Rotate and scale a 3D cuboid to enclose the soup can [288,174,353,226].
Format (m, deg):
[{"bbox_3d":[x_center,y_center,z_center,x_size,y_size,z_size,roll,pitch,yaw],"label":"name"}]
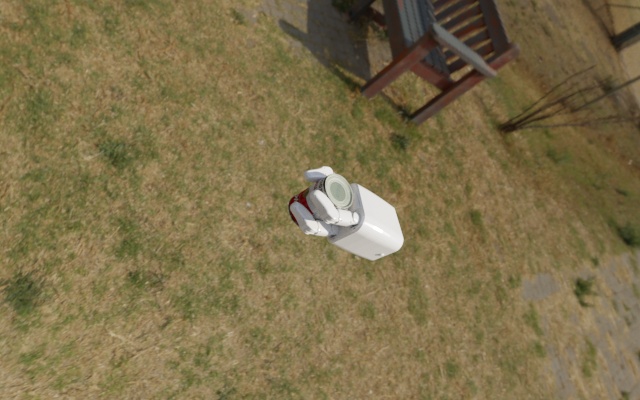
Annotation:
[{"bbox_3d":[0.000,0.002,0.842,0.068,0.068,0.102,0,-22,-43],"label":"soup can"}]
